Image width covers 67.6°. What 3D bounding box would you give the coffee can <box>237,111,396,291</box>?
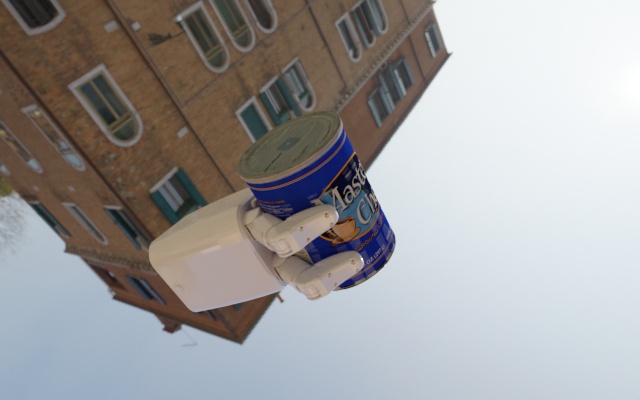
[{"bbox_3d":[0.000,0.001,0.457,0.103,0.140,0.102,-22,30,13],"label":"coffee can"}]
